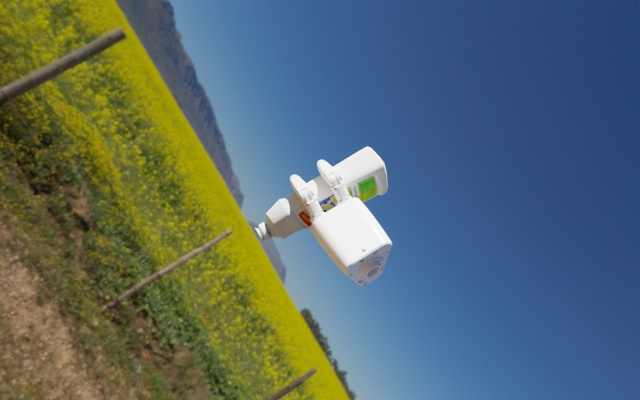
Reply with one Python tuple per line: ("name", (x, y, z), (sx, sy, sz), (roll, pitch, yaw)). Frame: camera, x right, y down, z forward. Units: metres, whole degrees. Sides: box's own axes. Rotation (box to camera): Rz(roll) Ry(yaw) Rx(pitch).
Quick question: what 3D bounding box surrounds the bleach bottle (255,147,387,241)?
("bleach bottle", (0.000, 0.003, 0.863), (0.251, 0.068, 0.103), (-30, -33, -10))
